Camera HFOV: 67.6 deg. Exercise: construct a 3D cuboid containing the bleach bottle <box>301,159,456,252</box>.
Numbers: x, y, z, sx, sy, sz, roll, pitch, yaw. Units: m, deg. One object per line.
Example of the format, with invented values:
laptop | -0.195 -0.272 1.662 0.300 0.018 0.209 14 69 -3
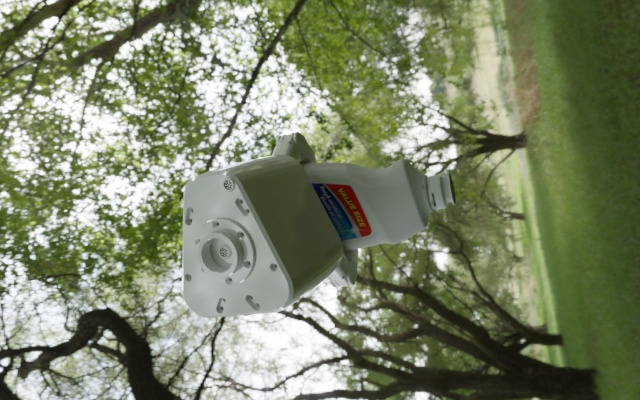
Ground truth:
bleach bottle | 0.000 0.002 0.467 0.251 0.102 0.068 -10 5 21
